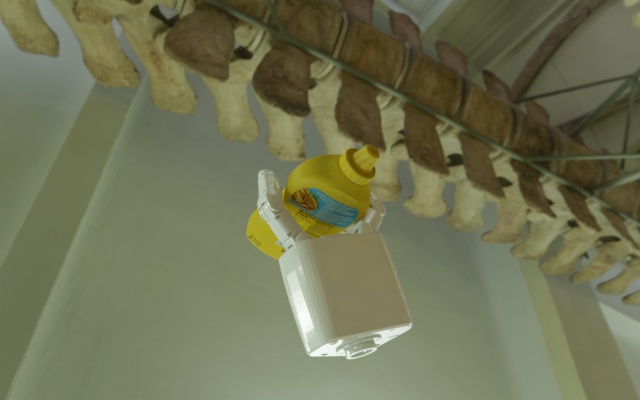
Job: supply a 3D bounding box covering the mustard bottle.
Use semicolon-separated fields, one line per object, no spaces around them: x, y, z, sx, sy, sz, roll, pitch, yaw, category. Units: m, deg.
0.000;0.002;0.546;0.096;0.058;0.192;28;-48;-22;mustard bottle
